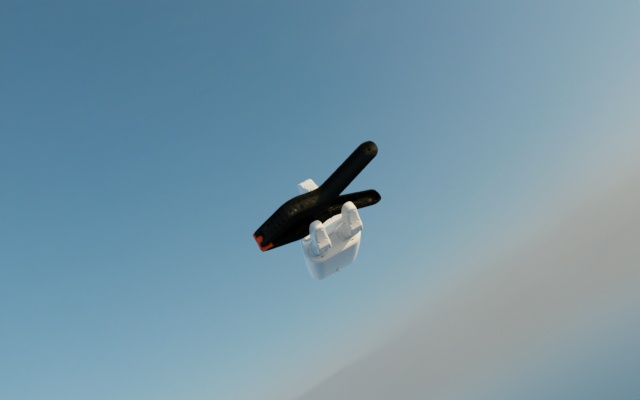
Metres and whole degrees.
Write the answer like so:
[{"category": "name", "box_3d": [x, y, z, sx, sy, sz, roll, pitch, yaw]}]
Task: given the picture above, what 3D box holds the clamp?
[{"category": "clamp", "box_3d": [-0.001, 0.002, 0.676, 0.210, 0.036, 0.165, -28, -27, -12]}]
